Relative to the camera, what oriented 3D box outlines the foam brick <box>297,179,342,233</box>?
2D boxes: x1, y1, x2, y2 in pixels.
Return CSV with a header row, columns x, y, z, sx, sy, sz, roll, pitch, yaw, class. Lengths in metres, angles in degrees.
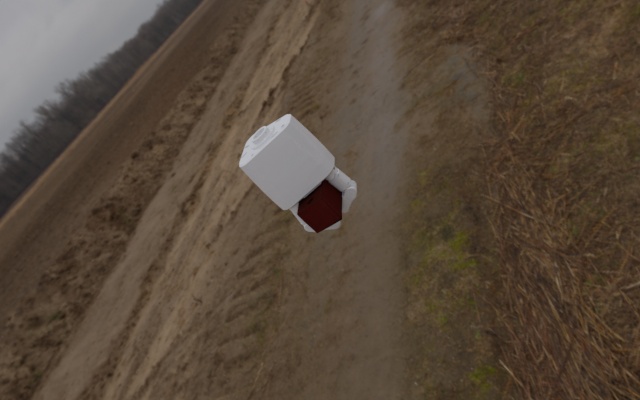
x,y,z,sx,sy,sz,roll,pitch,yaw,class
0.000,0.003,0.768,0.053,0.051,0.078,-32,29,24,foam brick
